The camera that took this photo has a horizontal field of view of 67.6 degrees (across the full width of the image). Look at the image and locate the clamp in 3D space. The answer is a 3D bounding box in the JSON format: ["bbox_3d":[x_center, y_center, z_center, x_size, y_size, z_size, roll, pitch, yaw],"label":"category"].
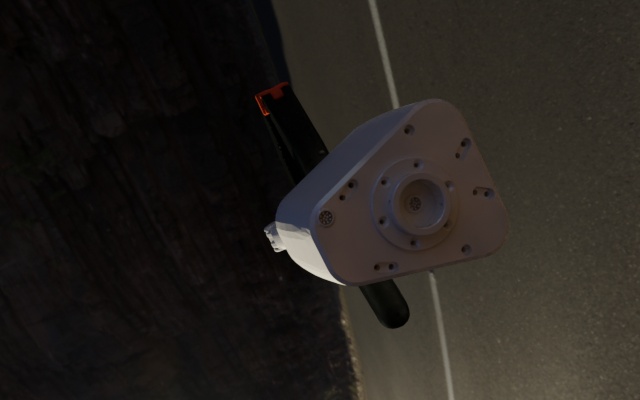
[{"bbox_3d":[-0.001,0.001,0.423,0.036,0.210,0.164,-27,5,-11],"label":"clamp"}]
